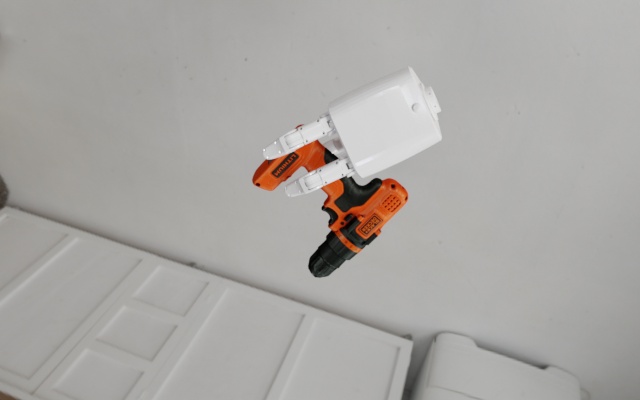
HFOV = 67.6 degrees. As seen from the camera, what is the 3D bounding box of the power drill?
[{"bbox_3d":[0.000,0.002,0.660,0.188,0.184,0.057,39,14,-19],"label":"power drill"}]
